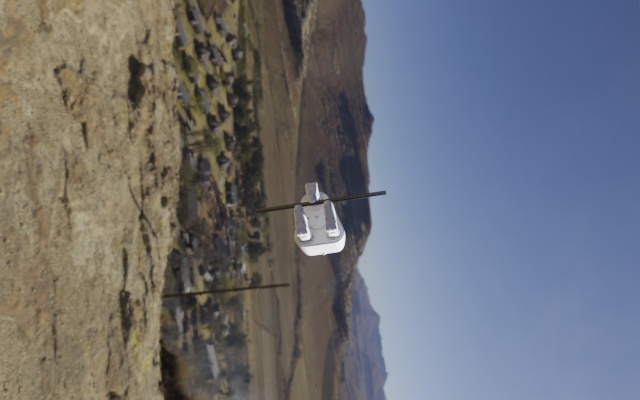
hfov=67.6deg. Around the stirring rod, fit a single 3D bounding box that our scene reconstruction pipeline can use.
[{"bbox_3d":[0.000,0.003,0.875,0.239,0.011,0.011,-8,0,2],"label":"stirring rod"}]
